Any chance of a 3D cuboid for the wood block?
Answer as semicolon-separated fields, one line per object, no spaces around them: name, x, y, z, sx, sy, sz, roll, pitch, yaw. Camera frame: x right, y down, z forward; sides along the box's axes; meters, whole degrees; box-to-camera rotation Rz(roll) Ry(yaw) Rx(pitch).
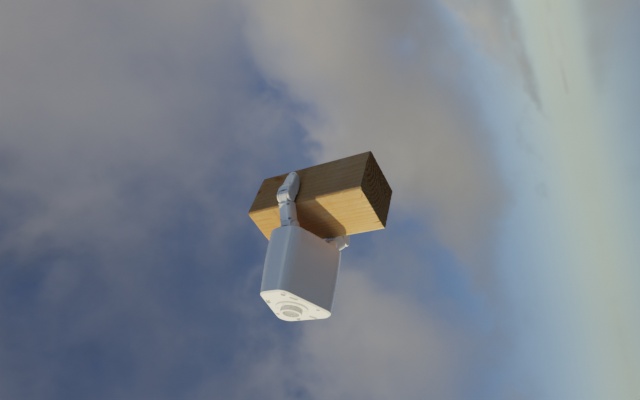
wood block;0.000;0.003;0.776;0.206;0.091;0.090;-13;38;29
